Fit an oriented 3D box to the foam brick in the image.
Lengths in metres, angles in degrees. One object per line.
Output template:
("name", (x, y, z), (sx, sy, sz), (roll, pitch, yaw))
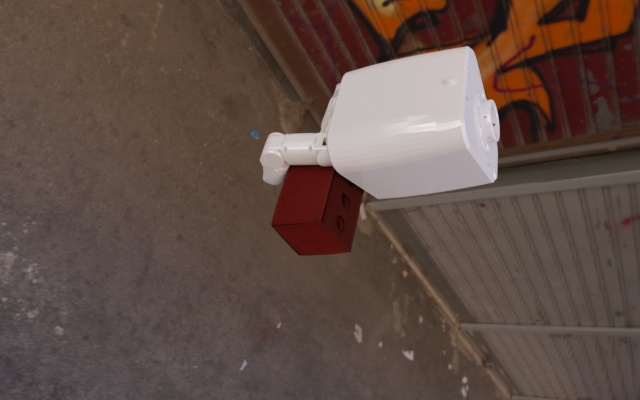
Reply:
("foam brick", (0.000, 0.002, 0.412), (0.051, 0.078, 0.053), (-4, -35, 29))
